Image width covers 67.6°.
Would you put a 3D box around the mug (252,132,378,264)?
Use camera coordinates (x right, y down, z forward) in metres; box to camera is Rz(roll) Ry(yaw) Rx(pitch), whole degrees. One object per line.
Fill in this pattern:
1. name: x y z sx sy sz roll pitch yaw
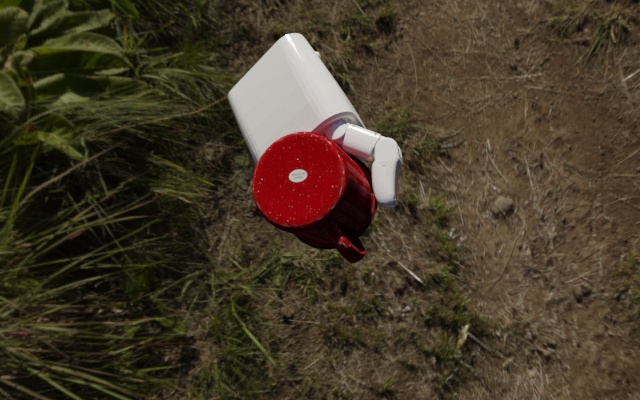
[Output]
1. mug: 0.001 0.003 0.400 0.093 0.117 0.081 -33 -20 11
